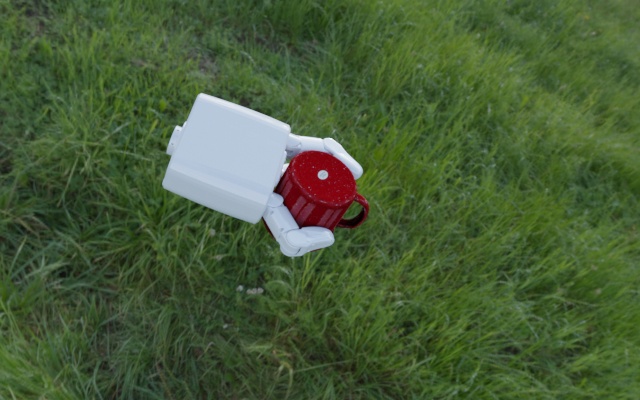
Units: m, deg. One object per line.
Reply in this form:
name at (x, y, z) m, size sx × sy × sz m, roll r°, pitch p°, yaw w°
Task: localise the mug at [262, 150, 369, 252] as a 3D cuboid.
mug at (0.001, 0.002, 0.544) m, size 0.117 × 0.093 × 0.081 m, roll 19°, pitch -44°, yaw -14°
